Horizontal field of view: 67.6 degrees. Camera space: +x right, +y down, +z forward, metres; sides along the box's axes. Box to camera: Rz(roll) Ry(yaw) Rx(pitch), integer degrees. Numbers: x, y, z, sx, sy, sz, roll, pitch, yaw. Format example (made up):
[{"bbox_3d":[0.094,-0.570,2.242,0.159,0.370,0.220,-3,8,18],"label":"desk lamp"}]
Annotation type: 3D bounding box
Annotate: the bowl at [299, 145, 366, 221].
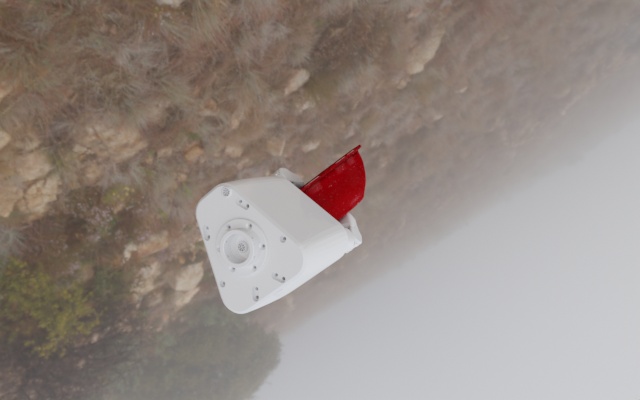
[{"bbox_3d":[0.001,0.002,0.582,0.162,0.055,0.162,-38,2,1],"label":"bowl"}]
